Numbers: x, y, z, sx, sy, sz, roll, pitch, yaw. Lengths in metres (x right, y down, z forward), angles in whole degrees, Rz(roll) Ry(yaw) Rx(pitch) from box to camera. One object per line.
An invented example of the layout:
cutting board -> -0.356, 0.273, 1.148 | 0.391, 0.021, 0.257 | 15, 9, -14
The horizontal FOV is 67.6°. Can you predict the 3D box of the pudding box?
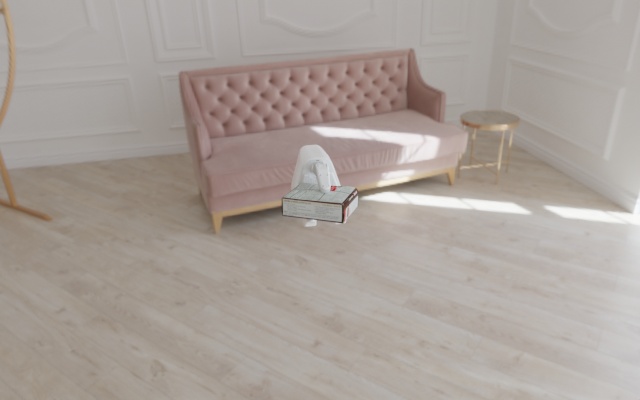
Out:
pudding box -> 0.000, 0.003, 0.827 | 0.113, 0.039, 0.090 | 4, 21, 20
